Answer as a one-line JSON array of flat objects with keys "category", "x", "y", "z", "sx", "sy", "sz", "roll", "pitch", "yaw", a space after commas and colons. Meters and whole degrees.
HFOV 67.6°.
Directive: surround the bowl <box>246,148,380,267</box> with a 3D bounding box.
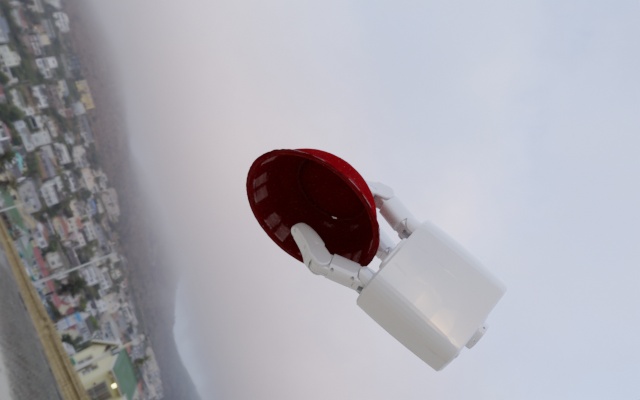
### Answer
[{"category": "bowl", "x": -0.001, "y": 0.001, "z": 0.517, "sx": 0.162, "sy": 0.162, "sz": 0.055, "roll": 0, "pitch": 36, "yaw": 36}]
